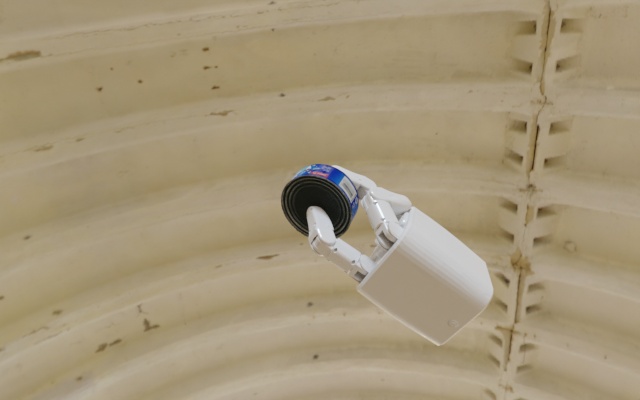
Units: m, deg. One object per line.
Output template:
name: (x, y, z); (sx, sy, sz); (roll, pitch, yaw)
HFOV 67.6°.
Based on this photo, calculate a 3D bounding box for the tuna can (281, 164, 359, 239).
tuna can: (0.000, 0.001, 0.549); (0.086, 0.086, 0.033); (0, 30, 24)
